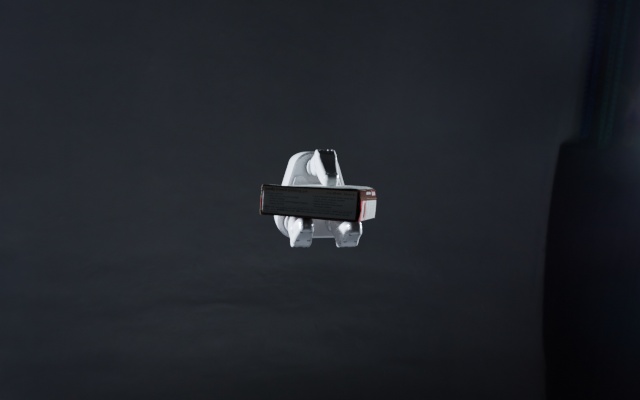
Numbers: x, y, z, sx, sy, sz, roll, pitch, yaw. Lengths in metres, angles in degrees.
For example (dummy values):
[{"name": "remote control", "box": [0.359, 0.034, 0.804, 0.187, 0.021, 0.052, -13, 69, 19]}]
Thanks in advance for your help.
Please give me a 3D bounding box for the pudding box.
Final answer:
[{"name": "pudding box", "box": [0.000, 0.002, 0.541, 0.113, 0.039, 0.090, 2, 3, 18]}]
